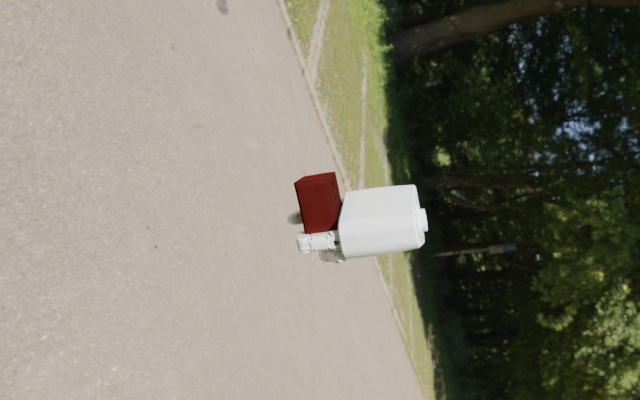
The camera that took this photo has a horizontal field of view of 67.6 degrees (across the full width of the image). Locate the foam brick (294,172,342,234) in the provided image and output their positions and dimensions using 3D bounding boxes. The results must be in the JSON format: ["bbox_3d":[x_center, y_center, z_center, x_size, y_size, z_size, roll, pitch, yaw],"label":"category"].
[{"bbox_3d":[0.000,0.002,0.692,0.051,0.078,0.053,-8,14,17],"label":"foam brick"}]
